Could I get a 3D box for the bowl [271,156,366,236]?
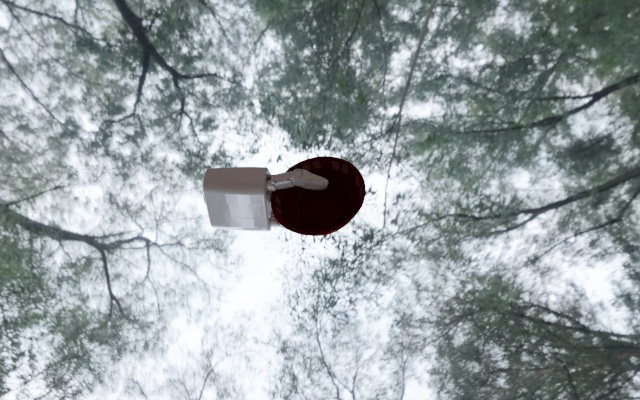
[{"bbox_3d":[0.001,0.003,0.809,0.162,0.162,0.055,0,-35,15],"label":"bowl"}]
